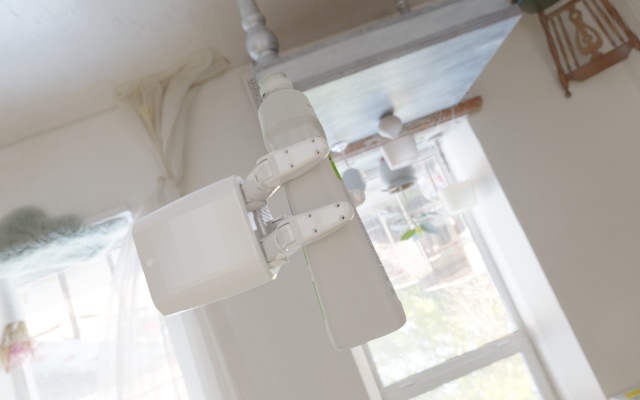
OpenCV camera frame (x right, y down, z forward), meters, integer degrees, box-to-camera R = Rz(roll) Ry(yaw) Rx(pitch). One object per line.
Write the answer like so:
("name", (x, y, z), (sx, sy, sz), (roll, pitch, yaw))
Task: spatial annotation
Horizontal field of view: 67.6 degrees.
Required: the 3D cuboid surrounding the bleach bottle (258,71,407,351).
("bleach bottle", (0.000, 0.001, 0.433), (0.068, 0.250, 0.102), (-22, -12, 2))
